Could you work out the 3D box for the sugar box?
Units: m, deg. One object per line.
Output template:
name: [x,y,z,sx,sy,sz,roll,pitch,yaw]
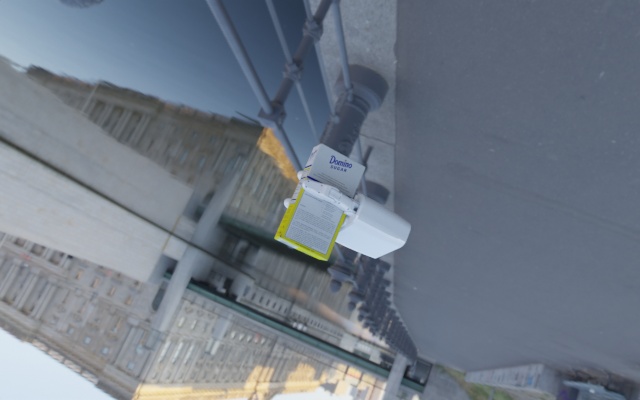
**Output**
sugar box: [0.000,0.003,0.812,0.093,0.176,0.048,27,-14,-17]
